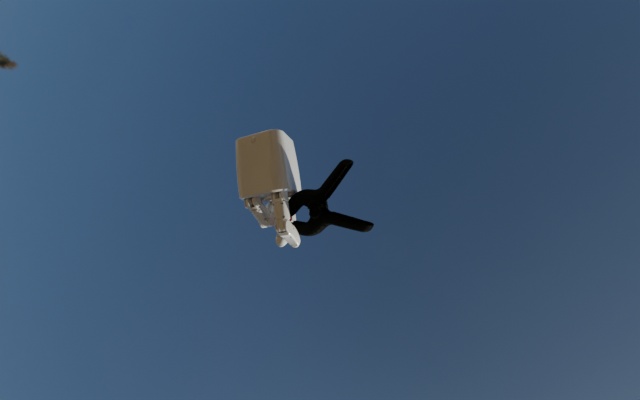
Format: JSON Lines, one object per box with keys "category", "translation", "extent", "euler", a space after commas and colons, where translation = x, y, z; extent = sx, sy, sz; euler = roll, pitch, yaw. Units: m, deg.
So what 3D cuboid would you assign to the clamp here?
{"category": "clamp", "translation": [0.000, 0.003, 0.794], "extent": [0.171, 0.120, 0.039], "euler": [-10, -7, 25]}
